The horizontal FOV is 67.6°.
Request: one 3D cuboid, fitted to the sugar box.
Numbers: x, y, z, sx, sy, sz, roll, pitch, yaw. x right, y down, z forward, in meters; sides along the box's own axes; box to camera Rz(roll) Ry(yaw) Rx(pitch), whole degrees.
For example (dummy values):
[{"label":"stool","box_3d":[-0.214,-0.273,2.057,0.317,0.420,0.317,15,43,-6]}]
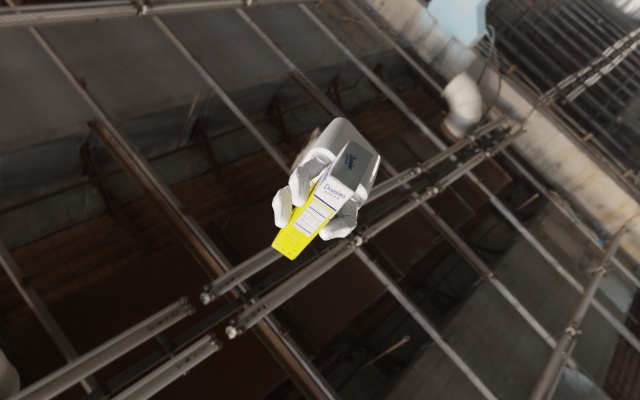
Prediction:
[{"label":"sugar box","box_3d":[0.000,0.002,0.671,0.048,0.176,0.093,33,43,-4]}]
